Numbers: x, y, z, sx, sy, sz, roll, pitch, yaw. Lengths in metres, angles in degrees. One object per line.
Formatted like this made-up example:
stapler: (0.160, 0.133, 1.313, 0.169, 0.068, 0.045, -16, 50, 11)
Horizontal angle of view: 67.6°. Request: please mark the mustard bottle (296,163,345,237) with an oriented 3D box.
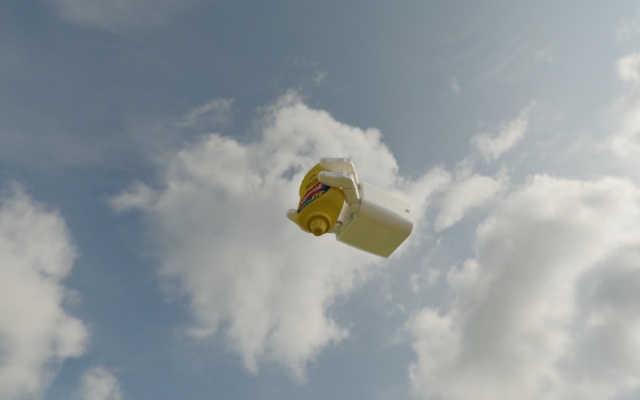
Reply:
mustard bottle: (0.000, 0.002, 0.837, 0.096, 0.058, 0.191, -36, 23, 21)
